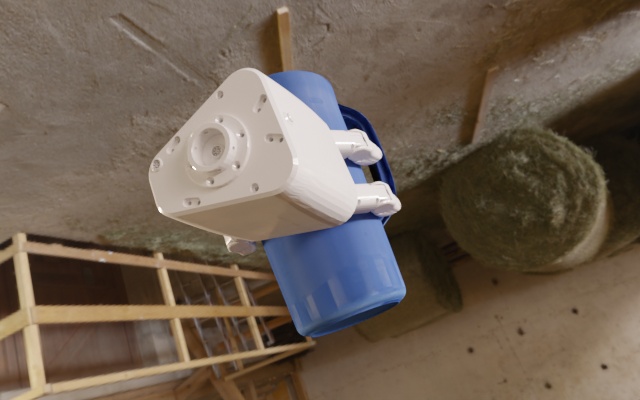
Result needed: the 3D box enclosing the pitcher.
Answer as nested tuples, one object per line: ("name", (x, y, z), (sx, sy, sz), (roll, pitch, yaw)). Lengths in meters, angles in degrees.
("pitcher", (0.000, 0.002, 0.483), (0.149, 0.242, 0.145), (-27, -20, 14))
